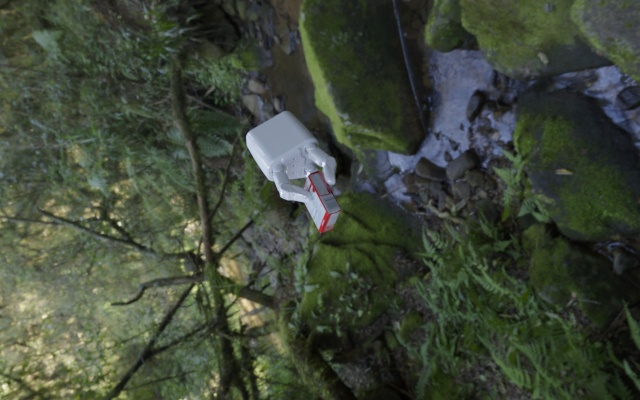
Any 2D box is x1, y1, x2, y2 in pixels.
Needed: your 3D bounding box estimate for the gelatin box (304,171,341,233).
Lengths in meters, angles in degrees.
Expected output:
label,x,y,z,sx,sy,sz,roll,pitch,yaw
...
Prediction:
label,x,y,z,sx,sy,sz,roll,pitch,yaw
gelatin box,0.000,0.003,0.863,0.030,0.089,0.073,-17,-26,-22
